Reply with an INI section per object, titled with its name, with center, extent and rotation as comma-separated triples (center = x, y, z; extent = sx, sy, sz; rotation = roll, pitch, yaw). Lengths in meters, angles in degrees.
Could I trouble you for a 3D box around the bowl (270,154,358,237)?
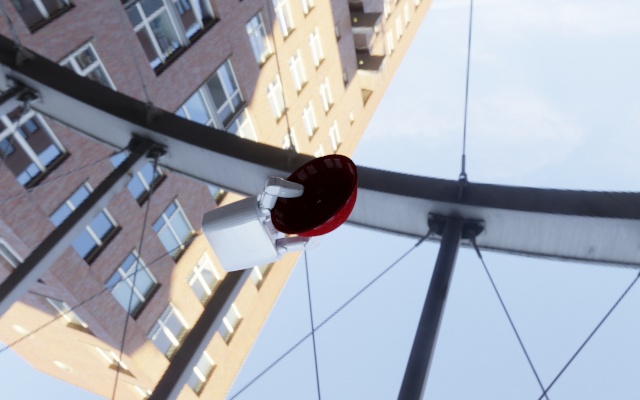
[bowl]
center = 0.001, 0.003, 0.763
extent = 0.162, 0.162, 0.055
rotation = 0, -38, 42
